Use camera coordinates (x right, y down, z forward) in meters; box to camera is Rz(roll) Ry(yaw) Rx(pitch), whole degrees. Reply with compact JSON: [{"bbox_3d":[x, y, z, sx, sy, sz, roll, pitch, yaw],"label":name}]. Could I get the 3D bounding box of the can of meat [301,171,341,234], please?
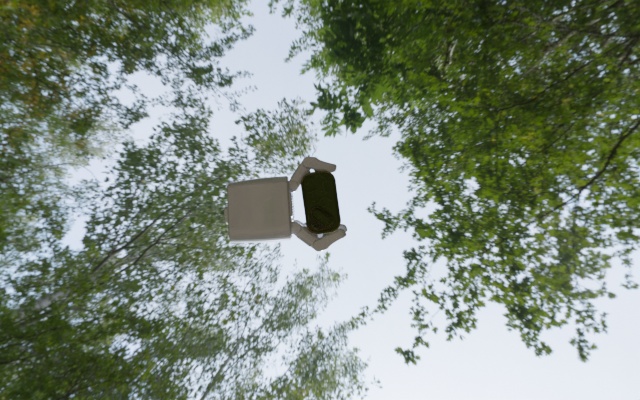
[{"bbox_3d":[0.000,0.003,0.815,0.057,0.102,0.084,-8,1,-1],"label":"can of meat"}]
